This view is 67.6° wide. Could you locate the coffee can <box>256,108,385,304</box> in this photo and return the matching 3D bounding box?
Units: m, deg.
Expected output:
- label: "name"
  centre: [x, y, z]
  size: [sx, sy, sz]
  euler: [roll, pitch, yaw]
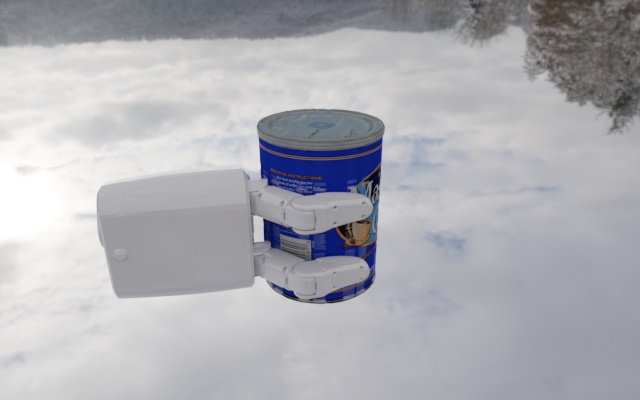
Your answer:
- label: "coffee can"
  centre: [0.000, 0.001, 0.411]
  size: [0.103, 0.140, 0.102]
  euler: [0, 24, 0]
